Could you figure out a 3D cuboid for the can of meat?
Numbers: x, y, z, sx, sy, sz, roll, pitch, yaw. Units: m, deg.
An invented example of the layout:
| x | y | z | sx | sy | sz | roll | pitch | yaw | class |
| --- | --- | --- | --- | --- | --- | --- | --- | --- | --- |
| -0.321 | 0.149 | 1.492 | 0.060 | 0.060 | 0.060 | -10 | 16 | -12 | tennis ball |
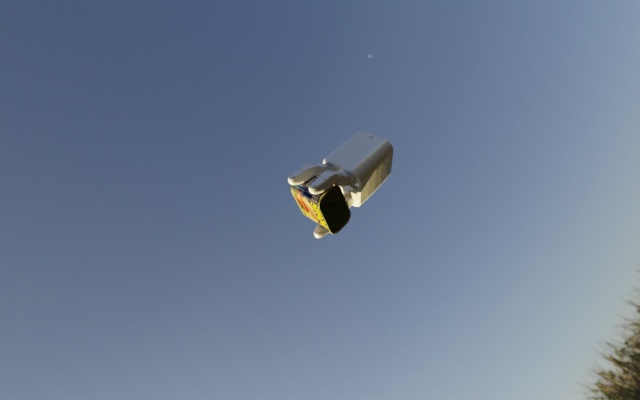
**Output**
| x | y | z | sx | sy | sz | roll | pitch | yaw | class |
| --- | --- | --- | --- | --- | --- | --- | --- | --- | --- |
| 0.000 | 0.003 | 0.897 | 0.084 | 0.057 | 0.102 | 29 | -25 | 40 | can of meat |
